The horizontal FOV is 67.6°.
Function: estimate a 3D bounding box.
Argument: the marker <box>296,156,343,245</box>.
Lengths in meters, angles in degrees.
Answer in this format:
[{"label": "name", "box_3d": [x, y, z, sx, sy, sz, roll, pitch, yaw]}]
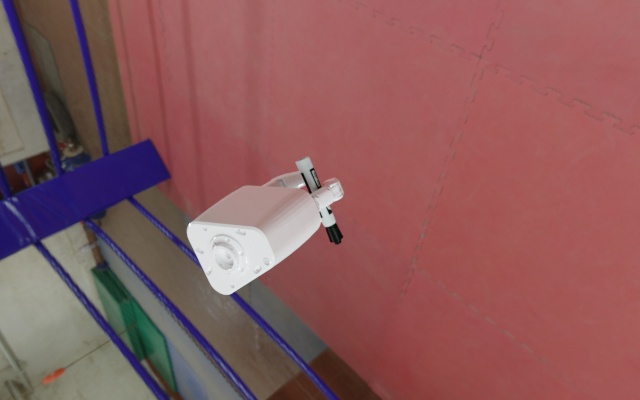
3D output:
[{"label": "marker", "box_3d": [0.000, 0.002, 0.614, 0.020, 0.121, 0.020, -22, 12, 5]}]
